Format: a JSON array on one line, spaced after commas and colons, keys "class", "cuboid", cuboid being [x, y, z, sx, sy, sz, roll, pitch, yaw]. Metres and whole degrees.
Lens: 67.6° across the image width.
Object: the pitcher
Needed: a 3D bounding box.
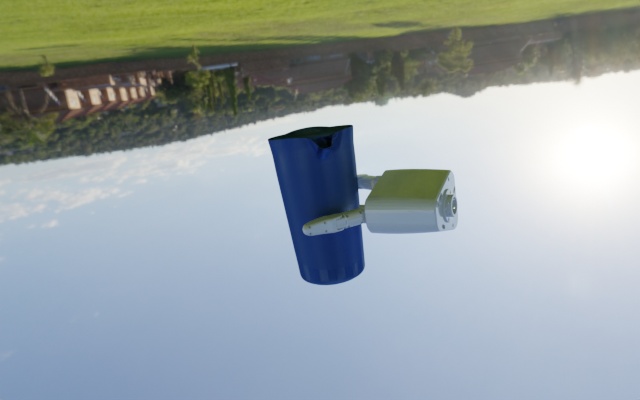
[{"class": "pitcher", "cuboid": [0.000, 0.003, 0.769, 0.145, 0.243, 0.149, -2, 15, 30]}]
